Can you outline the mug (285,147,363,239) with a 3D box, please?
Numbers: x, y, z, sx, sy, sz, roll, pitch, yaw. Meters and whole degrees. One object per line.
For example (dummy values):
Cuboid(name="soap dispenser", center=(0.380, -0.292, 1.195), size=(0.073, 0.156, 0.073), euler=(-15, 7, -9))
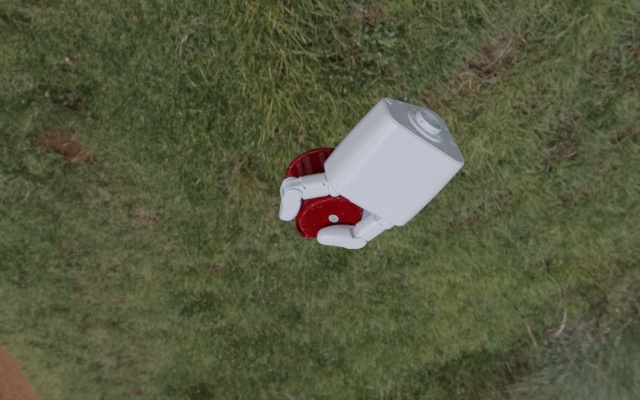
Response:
Cuboid(name="mug", center=(-0.001, 0.003, 0.607), size=(0.093, 0.081, 0.117), euler=(17, -49, -29))
